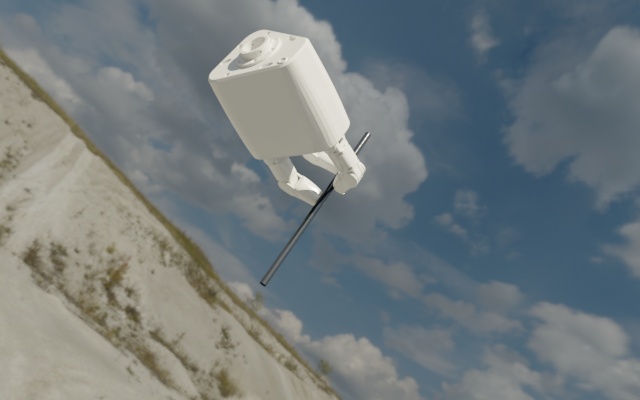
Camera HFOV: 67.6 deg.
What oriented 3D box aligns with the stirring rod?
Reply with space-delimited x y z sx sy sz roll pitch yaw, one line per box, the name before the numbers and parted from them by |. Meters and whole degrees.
stirring rod | 0.000 0.002 0.564 0.011 0.239 0.011 27 -28 16
